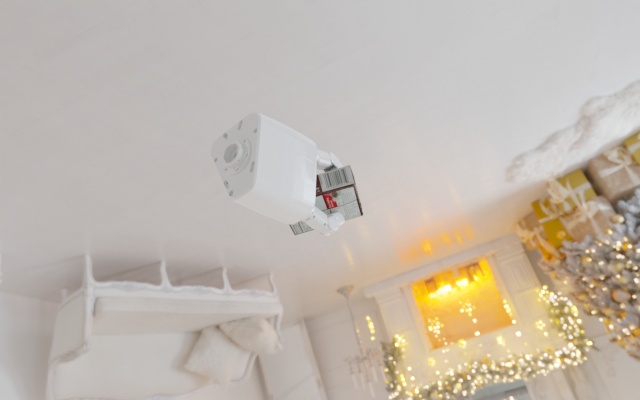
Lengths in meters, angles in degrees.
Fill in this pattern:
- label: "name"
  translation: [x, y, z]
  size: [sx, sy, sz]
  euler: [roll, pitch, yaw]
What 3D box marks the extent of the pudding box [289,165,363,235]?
- label: "pudding box"
  translation: [0.000, 0.002, 0.694]
  size: [0.113, 0.039, 0.090]
  euler: [-15, -33, 4]
